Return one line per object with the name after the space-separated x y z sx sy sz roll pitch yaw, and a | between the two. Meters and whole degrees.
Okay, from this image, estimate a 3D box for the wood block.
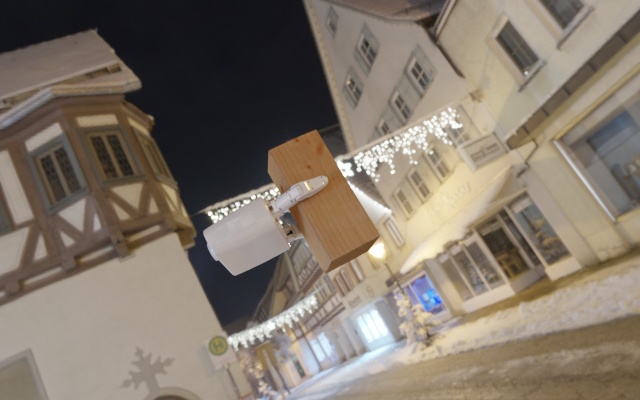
0.000 0.003 0.784 0.090 0.206 0.091 -26 -16 -16 | wood block
